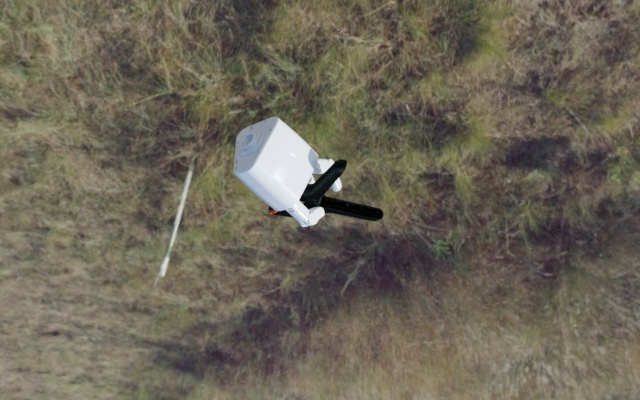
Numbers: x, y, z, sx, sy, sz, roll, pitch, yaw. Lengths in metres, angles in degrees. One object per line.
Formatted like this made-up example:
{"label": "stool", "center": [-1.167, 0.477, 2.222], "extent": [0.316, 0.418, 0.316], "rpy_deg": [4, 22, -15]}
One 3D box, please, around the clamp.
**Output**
{"label": "clamp", "center": [-0.001, 0.003, 0.865], "extent": [0.210, 0.036, 0.165], "rpy_deg": [-14, -42, 34]}
